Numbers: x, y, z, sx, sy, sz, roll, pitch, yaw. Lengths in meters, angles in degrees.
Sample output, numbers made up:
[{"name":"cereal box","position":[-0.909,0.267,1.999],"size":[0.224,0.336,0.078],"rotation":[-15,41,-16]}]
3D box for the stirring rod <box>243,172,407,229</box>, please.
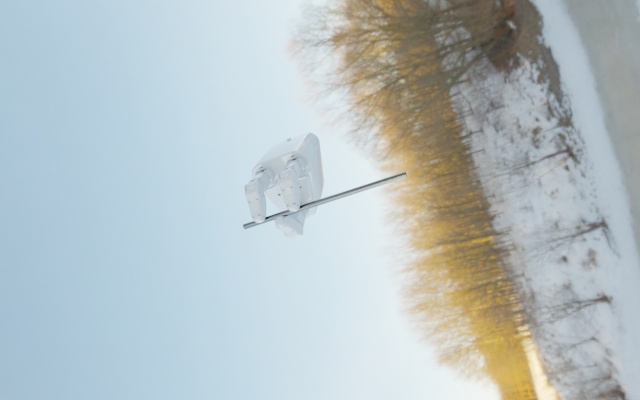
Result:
[{"name":"stirring rod","position":[0.000,0.002,0.646],"size":[0.239,0.011,0.011],"rotation":[-18,-6,18]}]
